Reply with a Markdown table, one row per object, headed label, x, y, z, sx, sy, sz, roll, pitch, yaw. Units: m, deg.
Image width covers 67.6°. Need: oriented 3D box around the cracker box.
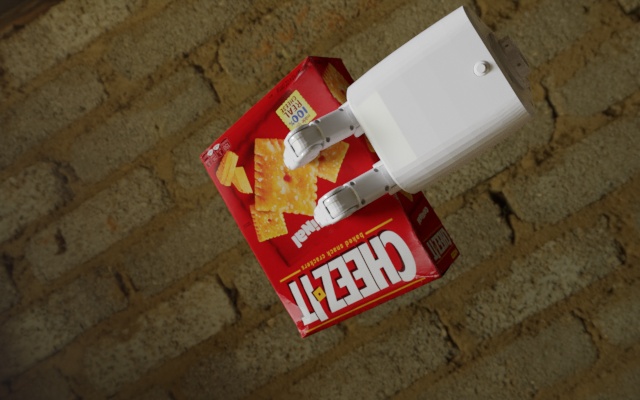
| label | x | y | z | sx | sy | sz | roll | pitch | yaw |
| --- | --- | --- | --- | --- | --- | --- | --- | --- | --- |
| cracker box | 0.000 | 0.001 | 0.452 | 0.164 | 0.213 | 0.072 | -33 | -5 | 32 |
